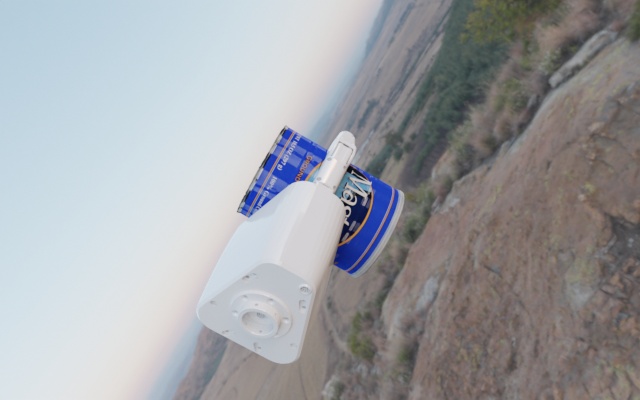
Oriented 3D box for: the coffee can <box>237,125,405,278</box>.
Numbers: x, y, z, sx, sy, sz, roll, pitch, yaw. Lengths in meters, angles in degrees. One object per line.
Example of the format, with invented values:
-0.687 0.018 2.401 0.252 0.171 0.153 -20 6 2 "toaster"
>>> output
0.000 0.002 0.494 0.140 0.103 0.103 29 -3 -6 "coffee can"
